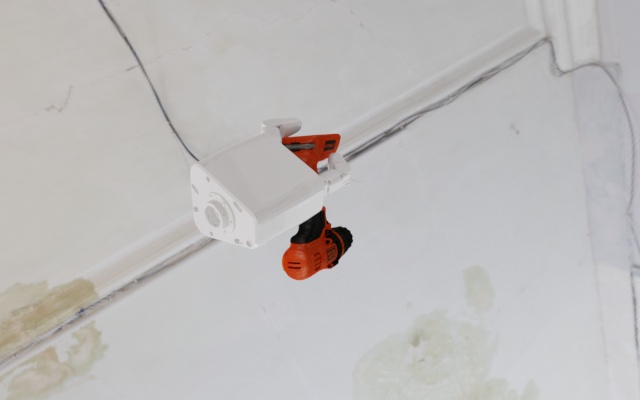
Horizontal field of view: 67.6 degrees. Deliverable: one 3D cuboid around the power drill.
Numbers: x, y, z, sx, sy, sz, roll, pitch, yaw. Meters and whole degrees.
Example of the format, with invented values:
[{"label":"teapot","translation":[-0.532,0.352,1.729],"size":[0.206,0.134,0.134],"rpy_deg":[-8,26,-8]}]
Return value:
[{"label":"power drill","translation":[0.000,0.002,0.663],"size":[0.057,0.187,0.184],"rpy_deg":[-2,7,22]}]
